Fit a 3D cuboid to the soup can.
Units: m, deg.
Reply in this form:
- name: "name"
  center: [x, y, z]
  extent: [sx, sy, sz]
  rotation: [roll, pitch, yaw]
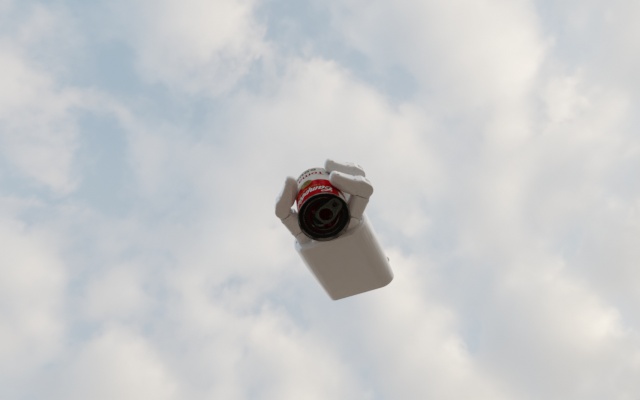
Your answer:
- name: "soup can"
  center: [0.000, 0.002, 0.647]
  extent: [0.068, 0.068, 0.102]
  rotation: [0, 23, -6]
